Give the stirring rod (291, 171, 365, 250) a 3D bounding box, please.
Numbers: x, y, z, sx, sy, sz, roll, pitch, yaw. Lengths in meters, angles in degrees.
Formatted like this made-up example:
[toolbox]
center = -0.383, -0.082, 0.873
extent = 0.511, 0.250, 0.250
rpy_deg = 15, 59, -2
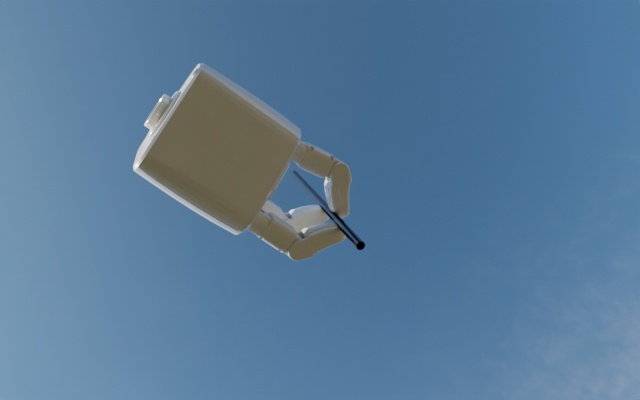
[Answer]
[stirring rod]
center = 0.000, 0.002, 0.514
extent = 0.011, 0.011, 0.239
rpy_deg = 0, 18, -17
